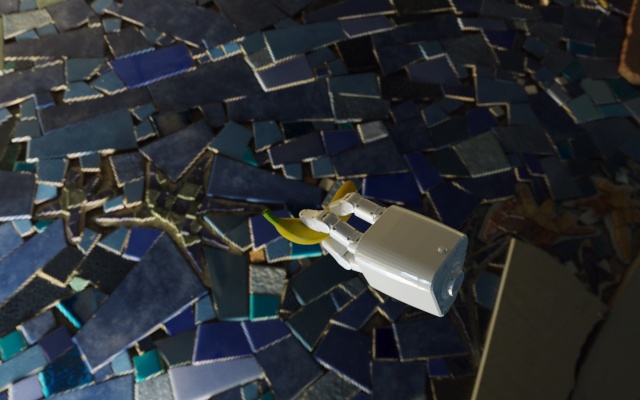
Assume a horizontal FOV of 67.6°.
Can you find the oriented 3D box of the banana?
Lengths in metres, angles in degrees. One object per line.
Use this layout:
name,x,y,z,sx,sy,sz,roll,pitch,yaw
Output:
banana,0.004,0.021,0.697,0.037,0.069,0.198,-15,3,41
